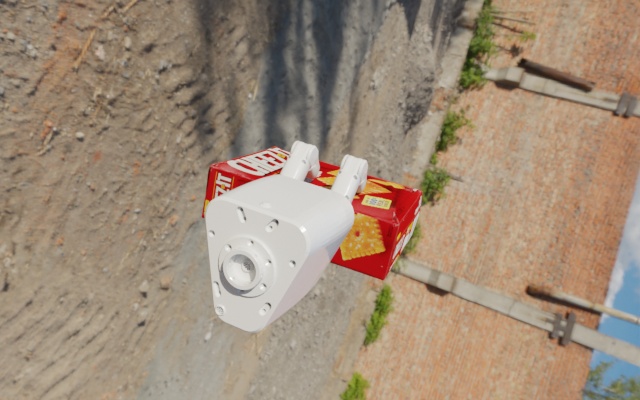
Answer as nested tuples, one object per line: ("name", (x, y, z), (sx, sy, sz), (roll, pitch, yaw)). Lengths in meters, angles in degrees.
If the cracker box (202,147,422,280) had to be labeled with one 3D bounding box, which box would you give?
("cracker box", (0.000, 0.002, 0.558), (0.213, 0.072, 0.164), (18, 18, 16))
